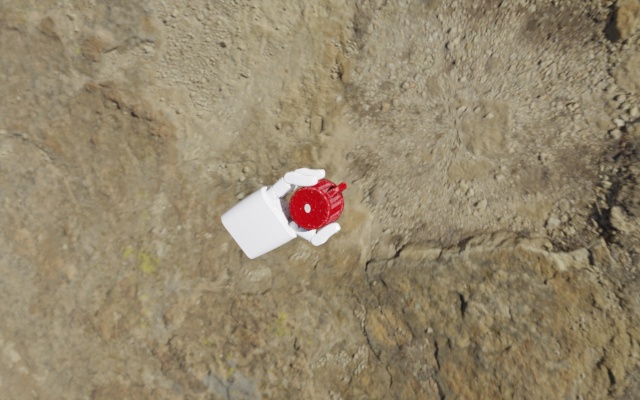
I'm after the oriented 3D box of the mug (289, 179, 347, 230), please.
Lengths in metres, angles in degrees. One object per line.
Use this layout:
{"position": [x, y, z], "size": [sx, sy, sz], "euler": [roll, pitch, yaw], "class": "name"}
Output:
{"position": [0.001, 0.002, 0.892], "size": [0.117, 0.093, 0.081], "euler": [-32, -1, 19], "class": "mug"}
